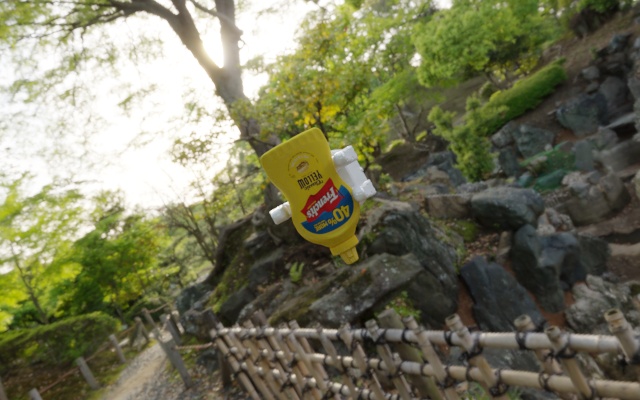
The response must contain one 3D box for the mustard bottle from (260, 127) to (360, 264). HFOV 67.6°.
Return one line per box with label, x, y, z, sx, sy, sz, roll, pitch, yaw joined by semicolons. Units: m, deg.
mustard bottle;0.000;0.002;0.670;0.096;0.191;0.058;-29;1;-5
